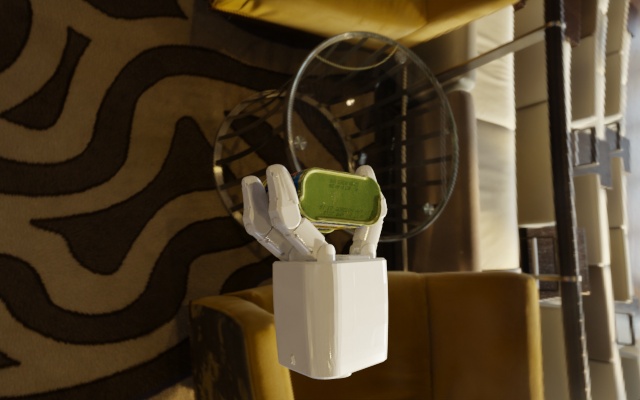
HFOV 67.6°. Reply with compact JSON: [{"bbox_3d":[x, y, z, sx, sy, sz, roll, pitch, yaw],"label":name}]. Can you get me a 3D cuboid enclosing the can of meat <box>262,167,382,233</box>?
[{"bbox_3d":[0.000,0.002,0.492,0.102,0.057,0.084,6,-9,-32],"label":"can of meat"}]
